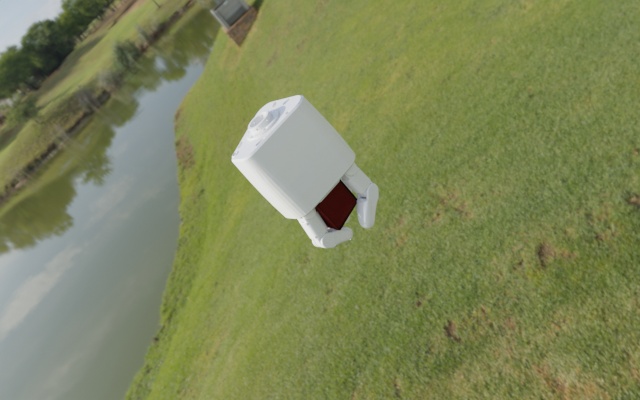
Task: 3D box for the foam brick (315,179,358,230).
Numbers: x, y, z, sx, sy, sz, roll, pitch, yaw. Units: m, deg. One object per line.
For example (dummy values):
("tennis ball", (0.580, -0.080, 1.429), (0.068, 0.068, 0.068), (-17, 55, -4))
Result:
("foam brick", (0.000, 0.002, 0.640), (0.078, 0.053, 0.051), (2, -37, 51))
